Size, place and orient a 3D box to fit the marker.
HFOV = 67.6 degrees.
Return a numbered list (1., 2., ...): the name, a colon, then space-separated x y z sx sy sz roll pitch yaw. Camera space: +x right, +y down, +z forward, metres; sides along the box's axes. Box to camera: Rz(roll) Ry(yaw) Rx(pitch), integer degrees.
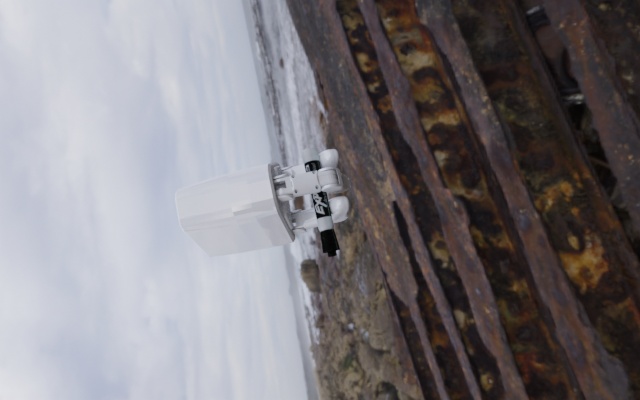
1. marker: 0.000 0.002 0.519 0.020 0.121 0.020 -12 -12 -3
